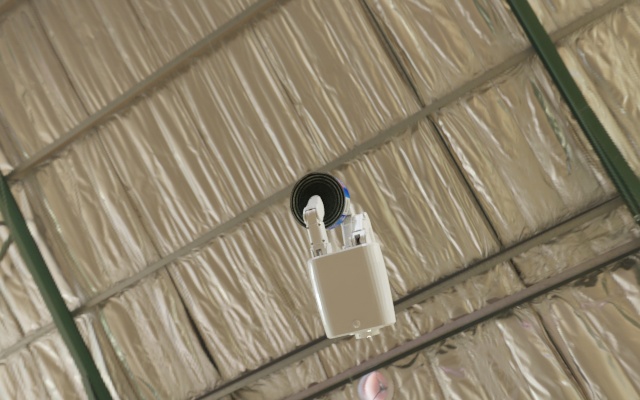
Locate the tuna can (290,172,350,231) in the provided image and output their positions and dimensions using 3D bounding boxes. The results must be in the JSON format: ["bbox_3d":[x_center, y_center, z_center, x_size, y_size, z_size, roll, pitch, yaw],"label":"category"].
[{"bbox_3d":[0.000,0.002,0.707,0.086,0.086,0.034,0,-5,19],"label":"tuna can"}]
